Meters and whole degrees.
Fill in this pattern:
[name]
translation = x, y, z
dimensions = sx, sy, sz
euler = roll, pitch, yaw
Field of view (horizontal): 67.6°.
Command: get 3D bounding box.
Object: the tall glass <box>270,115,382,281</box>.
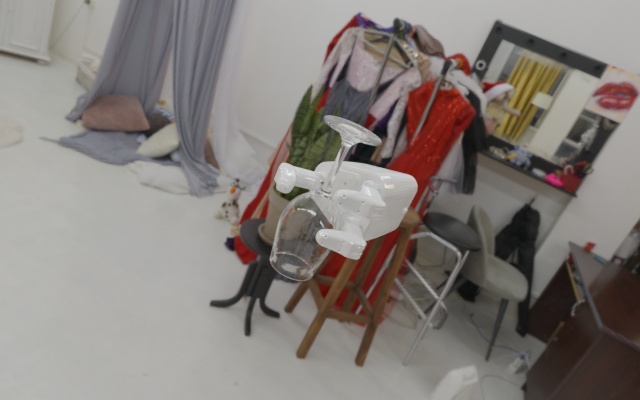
[tall glass]
translation = 0.000, 0.001, 0.591
dimensions = 0.079, 0.201, 0.079
euler = 21, 22, -9
